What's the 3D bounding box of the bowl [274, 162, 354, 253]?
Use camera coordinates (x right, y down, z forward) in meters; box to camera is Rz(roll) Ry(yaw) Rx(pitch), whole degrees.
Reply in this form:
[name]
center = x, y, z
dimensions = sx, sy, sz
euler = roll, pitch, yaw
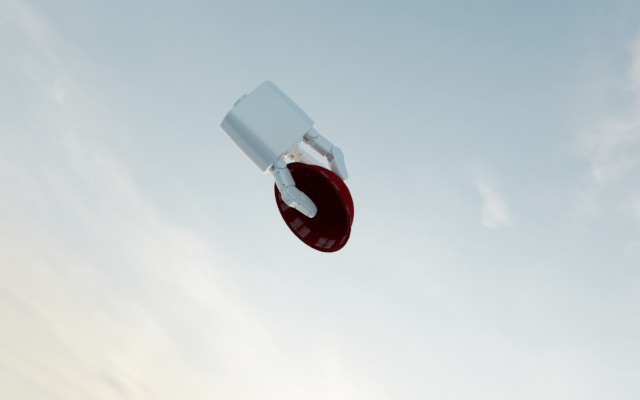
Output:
[bowl]
center = 0.001, 0.004, 0.775
dimensions = 0.162, 0.162, 0.055
euler = 0, 25, 46
